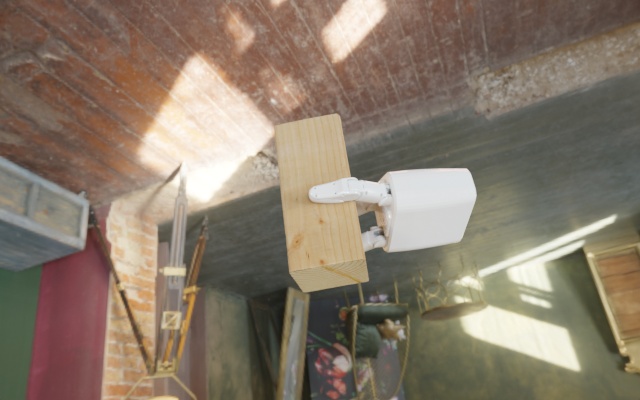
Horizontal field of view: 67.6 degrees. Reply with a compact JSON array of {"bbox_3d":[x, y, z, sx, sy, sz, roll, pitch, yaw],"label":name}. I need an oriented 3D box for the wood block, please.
[{"bbox_3d":[0.000,0.002,0.624,0.090,0.206,0.091,-10,-27,4],"label":"wood block"}]
